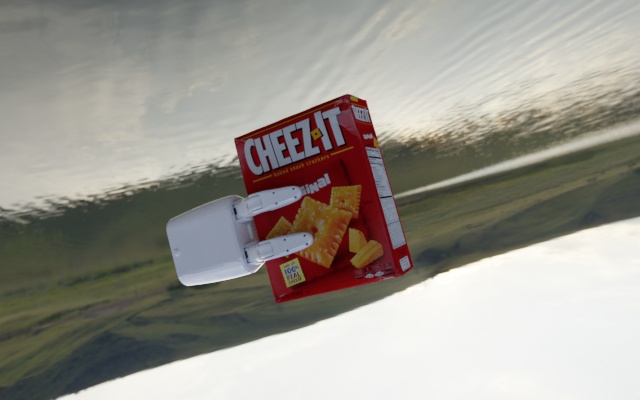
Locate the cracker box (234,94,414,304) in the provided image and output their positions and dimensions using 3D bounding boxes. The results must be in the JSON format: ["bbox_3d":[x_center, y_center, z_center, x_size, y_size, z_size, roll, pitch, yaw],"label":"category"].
[{"bbox_3d":[0.000,0.002,0.578,0.164,0.213,0.072,-17,-4,24],"label":"cracker box"}]
